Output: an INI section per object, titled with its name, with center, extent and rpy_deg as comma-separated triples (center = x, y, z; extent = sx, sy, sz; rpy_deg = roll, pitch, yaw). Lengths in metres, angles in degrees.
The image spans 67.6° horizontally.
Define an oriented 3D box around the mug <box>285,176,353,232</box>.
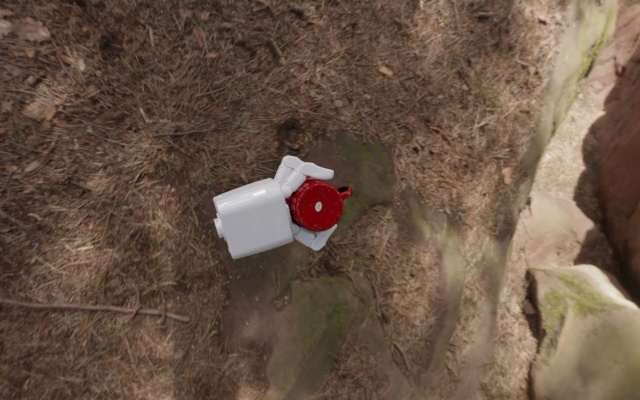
[mug]
center = 0.002, 0.002, 0.805
extent = 0.117, 0.093, 0.081
rpy_deg = -18, 12, -13
